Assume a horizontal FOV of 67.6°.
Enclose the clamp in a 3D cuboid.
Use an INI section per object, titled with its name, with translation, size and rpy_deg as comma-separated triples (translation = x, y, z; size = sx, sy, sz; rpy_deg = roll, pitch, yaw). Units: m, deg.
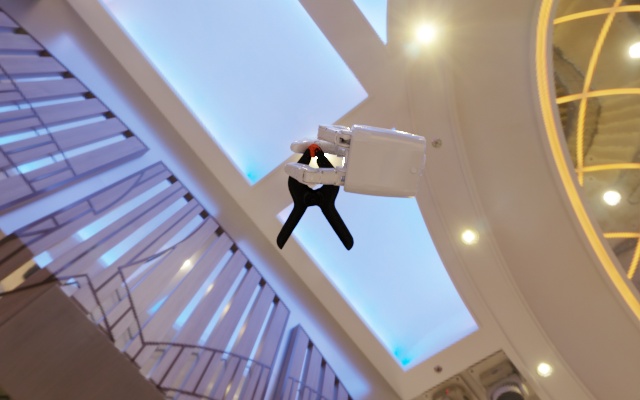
[clamp]
translation = 0.000, 0.002, 0.729
size = 0.120, 0.171, 0.039
rpy_deg = 7, 17, -3
